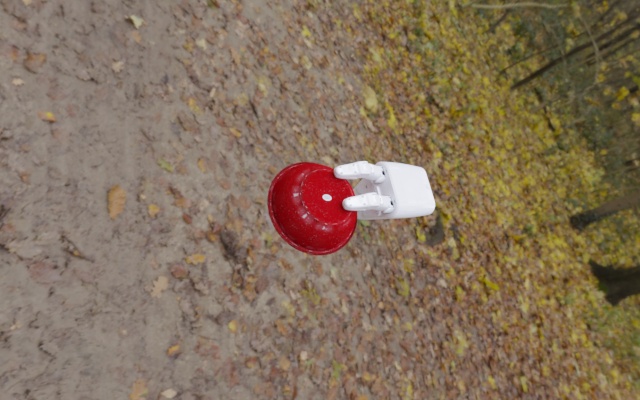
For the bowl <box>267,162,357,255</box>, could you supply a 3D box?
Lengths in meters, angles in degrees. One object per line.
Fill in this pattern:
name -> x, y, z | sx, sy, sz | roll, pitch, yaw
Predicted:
bowl -> -0.001, 0.003, 0.757 | 0.162, 0.162, 0.055 | 0, -20, -27
